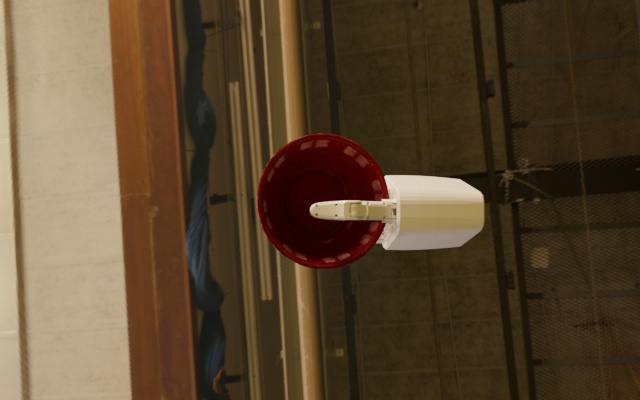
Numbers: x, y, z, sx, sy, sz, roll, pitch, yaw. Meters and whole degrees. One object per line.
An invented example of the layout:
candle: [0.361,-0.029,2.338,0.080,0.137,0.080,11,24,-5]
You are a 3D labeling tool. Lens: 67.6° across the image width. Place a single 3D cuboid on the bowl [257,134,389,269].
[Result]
bowl: [-0.001,0.002,0.591,0.162,0.162,0.055,0,-3,-13]
